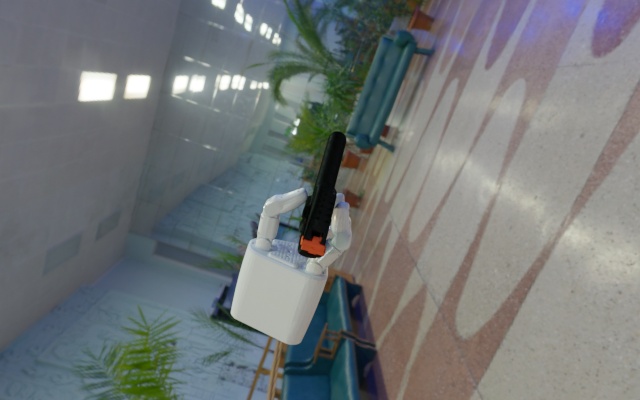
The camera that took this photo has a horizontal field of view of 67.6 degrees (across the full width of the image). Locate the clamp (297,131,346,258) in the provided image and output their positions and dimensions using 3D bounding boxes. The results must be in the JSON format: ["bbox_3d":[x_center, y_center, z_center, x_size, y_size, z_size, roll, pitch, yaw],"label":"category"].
[{"bbox_3d":[-0.001,0.002,0.607,0.036,0.164,0.210,16,16,-4],"label":"clamp"}]
